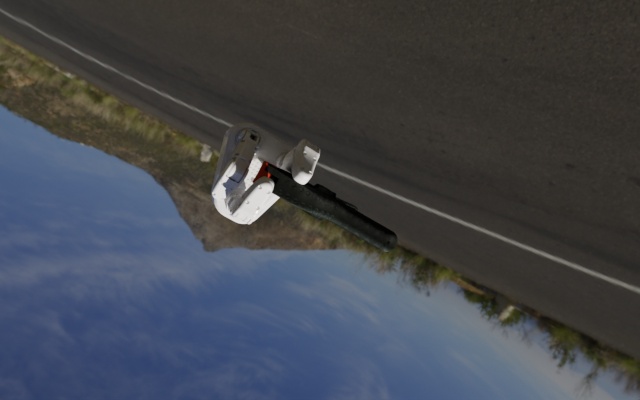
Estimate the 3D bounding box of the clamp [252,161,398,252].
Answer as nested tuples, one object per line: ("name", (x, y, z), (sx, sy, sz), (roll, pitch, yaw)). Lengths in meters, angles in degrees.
("clamp", (0.000, 0.002, 0.553), (0.171, 0.039, 0.120), (30, -2, -18))
